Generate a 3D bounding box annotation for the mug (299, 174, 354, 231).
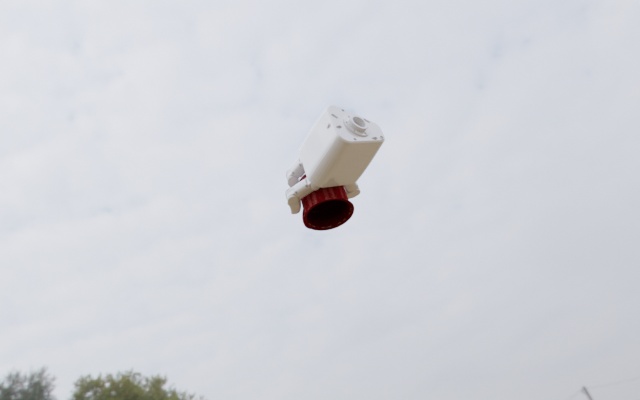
[{"bbox_3d":[-0.001,0.004,0.874,0.093,0.081,0.117,9,-44,-30],"label":"mug"}]
